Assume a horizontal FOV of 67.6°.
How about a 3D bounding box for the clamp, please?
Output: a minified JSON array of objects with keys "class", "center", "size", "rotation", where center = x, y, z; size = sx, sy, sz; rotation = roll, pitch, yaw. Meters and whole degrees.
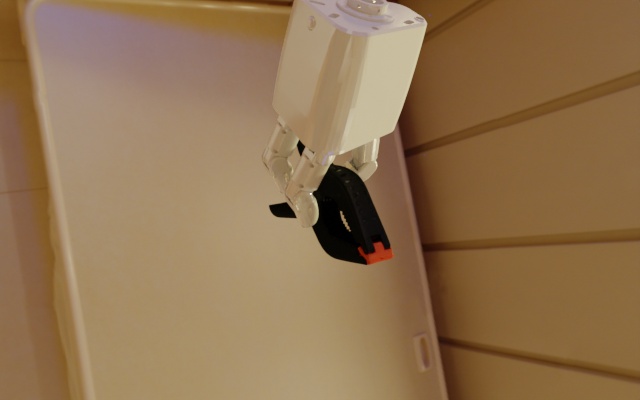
[{"class":"clamp","center":[0.001,0.002,0.495],"size":[0.036,0.165,0.210],"rotation":[-12,46,-28]}]
